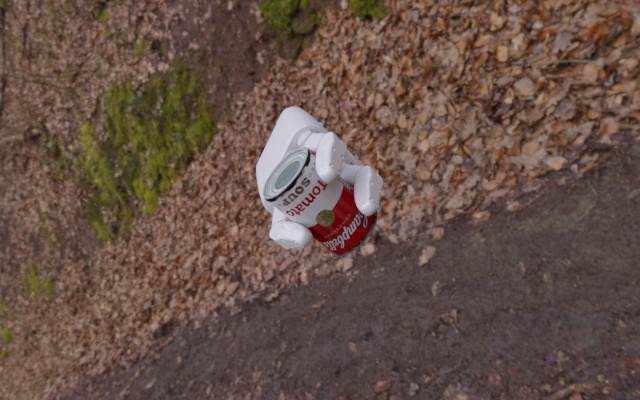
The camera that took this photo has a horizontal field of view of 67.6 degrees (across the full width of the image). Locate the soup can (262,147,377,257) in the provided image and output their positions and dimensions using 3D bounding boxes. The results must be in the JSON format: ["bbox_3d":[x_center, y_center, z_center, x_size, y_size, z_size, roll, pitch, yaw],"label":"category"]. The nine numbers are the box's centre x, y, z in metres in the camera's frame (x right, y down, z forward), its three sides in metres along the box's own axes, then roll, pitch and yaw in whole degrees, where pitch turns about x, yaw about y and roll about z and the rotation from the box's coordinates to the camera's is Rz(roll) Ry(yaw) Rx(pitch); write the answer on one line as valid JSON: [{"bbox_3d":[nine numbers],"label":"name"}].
[{"bbox_3d":[0.000,0.002,0.489,0.102,0.068,0.068,40,-20,-25],"label":"soup can"}]
